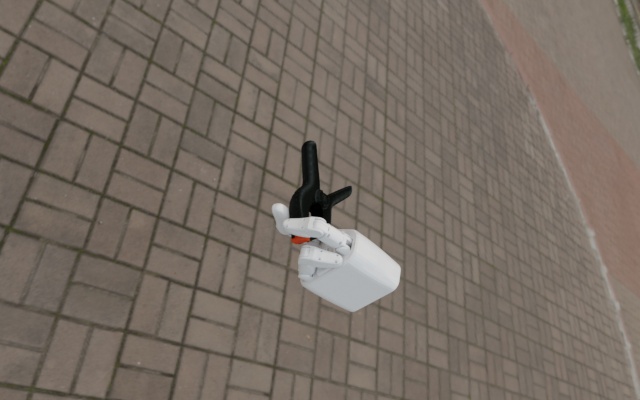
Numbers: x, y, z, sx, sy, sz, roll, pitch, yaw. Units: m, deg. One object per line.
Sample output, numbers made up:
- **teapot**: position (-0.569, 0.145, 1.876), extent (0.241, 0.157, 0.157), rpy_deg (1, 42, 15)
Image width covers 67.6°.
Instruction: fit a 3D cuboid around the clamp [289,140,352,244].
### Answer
- **clamp**: position (0.000, 0.002, 0.733), extent (0.120, 0.171, 0.039), rpy_deg (36, -39, -30)
